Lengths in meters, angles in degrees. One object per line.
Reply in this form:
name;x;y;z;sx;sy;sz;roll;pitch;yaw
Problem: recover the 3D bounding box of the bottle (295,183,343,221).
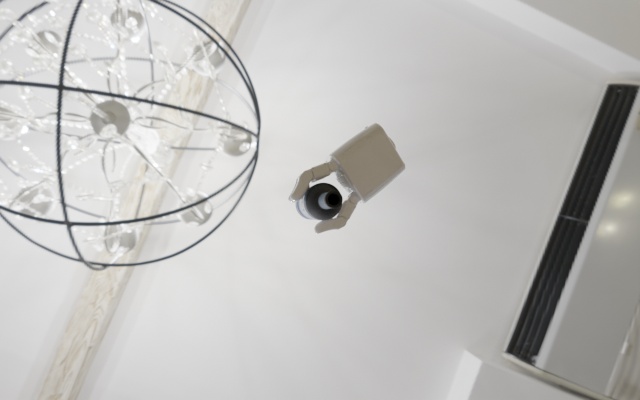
bottle;0.000;0.003;0.871;0.069;0.069;0.296;0;-2;-8
